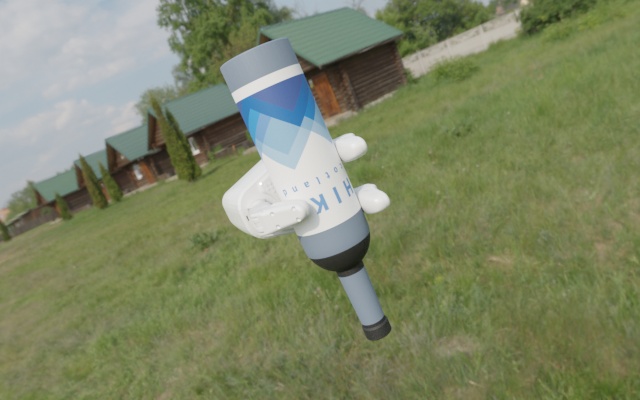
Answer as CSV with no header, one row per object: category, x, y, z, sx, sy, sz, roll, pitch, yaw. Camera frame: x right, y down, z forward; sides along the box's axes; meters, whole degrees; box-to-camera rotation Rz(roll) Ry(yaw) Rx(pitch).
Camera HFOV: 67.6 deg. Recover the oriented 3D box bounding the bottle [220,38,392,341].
bottle,0.000,0.001,0.452,0.069,0.296,0.069,-23,11,5
